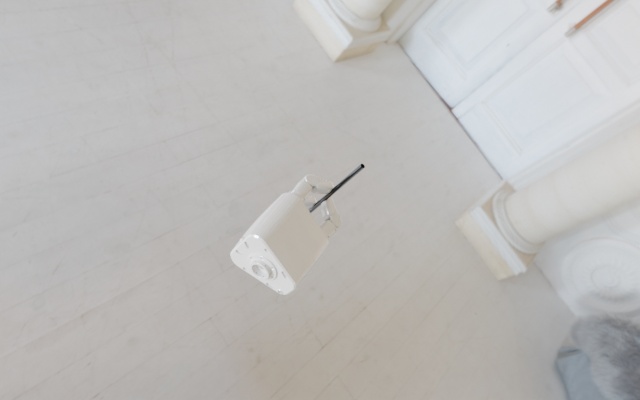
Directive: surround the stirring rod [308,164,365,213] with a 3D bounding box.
[{"bbox_3d":[0.000,0.003,0.816,0.011,0.011,0.240,0,-28,-37],"label":"stirring rod"}]
